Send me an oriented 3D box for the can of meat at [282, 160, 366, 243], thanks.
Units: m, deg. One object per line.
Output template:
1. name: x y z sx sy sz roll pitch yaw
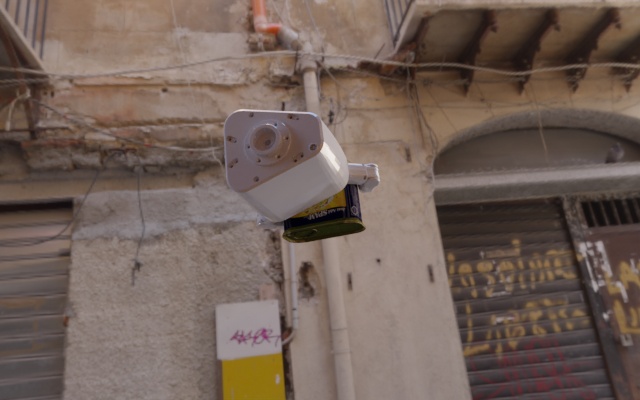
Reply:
1. can of meat: 0.000 0.002 0.605 0.102 0.084 0.057 -12 -19 15
